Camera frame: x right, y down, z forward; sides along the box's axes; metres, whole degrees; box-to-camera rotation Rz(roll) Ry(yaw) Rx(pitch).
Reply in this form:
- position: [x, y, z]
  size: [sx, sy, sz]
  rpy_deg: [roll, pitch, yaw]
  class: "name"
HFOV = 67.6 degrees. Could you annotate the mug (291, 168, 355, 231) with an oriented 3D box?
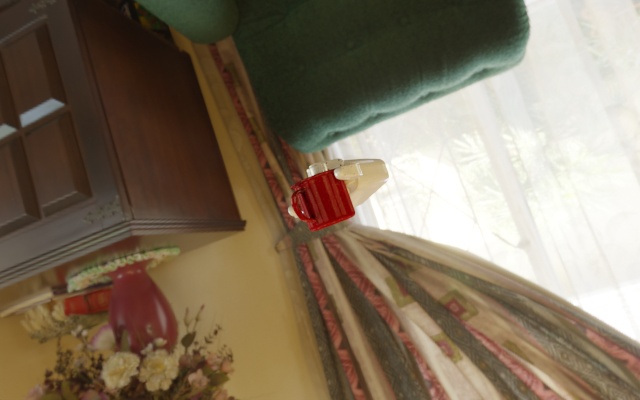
- position: [-0.001, 0.003, 0.780]
  size: [0.093, 0.081, 0.117]
  rpy_deg: [-25, -7, 41]
  class: "mug"
